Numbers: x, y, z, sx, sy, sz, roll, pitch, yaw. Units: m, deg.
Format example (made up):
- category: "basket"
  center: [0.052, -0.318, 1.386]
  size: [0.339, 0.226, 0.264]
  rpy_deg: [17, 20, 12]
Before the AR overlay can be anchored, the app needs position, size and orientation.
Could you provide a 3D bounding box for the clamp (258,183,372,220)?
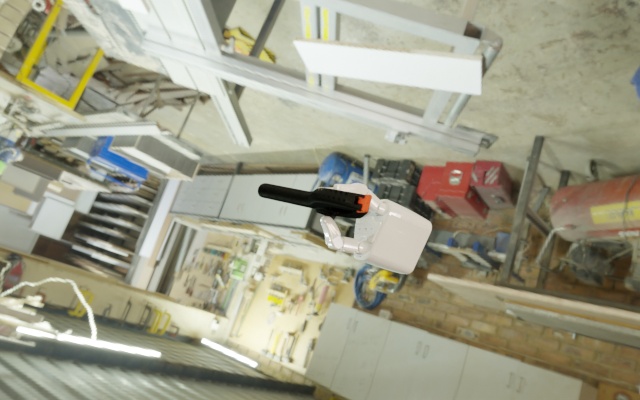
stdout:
- category: "clamp"
  center: [0.000, 0.003, 0.785]
  size: [0.164, 0.036, 0.210]
  rpy_deg: [20, -12, -27]
